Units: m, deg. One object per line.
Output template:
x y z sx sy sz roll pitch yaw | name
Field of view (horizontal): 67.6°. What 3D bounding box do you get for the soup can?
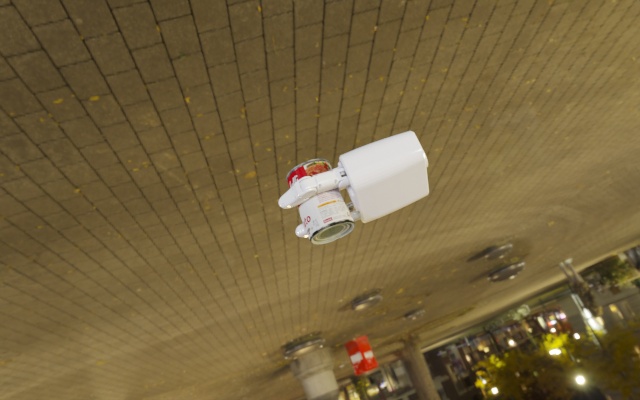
0.000 0.003 0.672 0.068 0.102 0.068 -19 -22 -8 | soup can
